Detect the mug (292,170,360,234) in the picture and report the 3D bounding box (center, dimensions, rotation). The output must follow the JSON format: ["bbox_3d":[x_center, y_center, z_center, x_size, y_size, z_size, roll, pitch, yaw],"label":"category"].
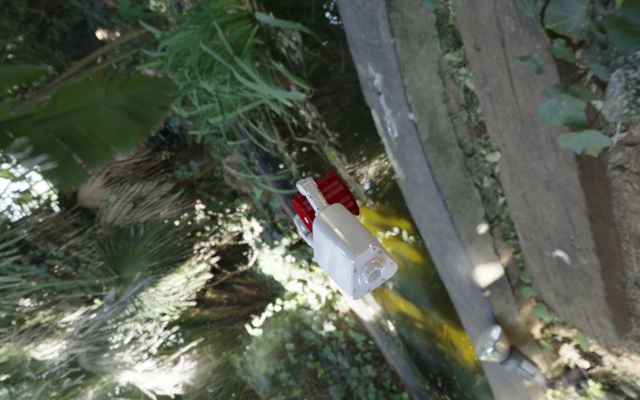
[{"bbox_3d":[-0.001,0.002,0.813,0.081,0.093,0.117,-34,46,-11],"label":"mug"}]
